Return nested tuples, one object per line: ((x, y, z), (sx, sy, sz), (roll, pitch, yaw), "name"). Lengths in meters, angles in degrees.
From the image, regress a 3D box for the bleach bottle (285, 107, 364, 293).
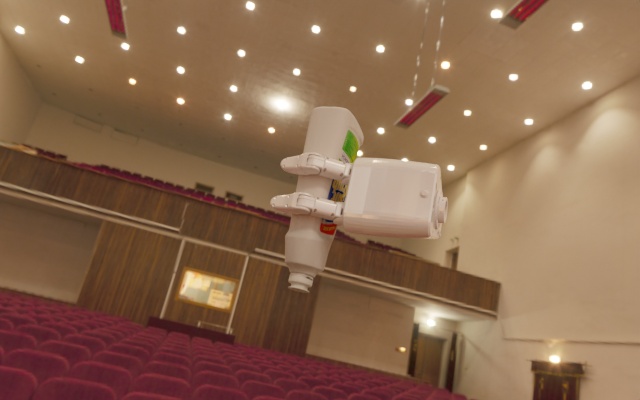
((0.000, 0.002, 0.657), (0.068, 0.250, 0.103), (5, -20, 21), "bleach bottle")
